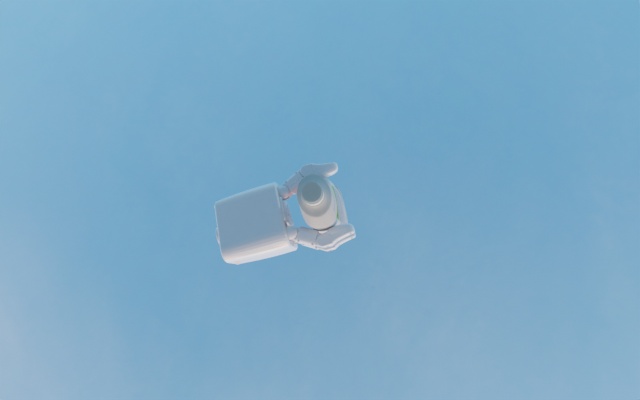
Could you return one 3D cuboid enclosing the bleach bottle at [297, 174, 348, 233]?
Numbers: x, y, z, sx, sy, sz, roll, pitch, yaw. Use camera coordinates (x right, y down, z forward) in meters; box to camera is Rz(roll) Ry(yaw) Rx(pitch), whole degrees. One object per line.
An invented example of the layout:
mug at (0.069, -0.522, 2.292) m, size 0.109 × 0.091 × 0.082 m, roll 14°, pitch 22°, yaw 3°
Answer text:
bleach bottle at (0.000, 0.003, 0.767) m, size 0.068 × 0.102 × 0.251 m, roll -15°, pitch -11°, yaw 4°
